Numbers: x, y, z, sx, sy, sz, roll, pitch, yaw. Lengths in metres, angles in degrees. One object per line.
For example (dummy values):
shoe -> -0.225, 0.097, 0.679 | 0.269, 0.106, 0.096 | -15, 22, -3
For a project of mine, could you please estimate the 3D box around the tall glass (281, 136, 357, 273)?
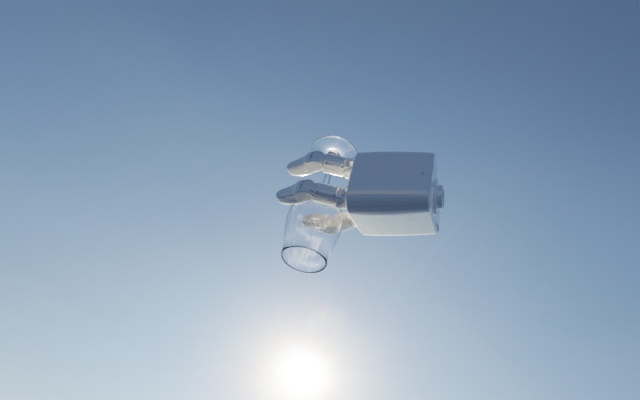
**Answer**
tall glass -> 0.000, 0.002, 0.679 | 0.079, 0.201, 0.079 | 10, -38, 8
